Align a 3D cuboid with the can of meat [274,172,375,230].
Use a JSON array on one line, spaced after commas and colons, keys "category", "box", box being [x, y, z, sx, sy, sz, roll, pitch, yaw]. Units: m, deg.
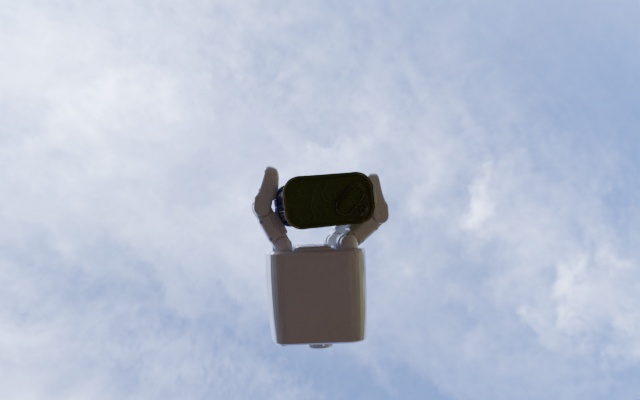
[{"category": "can of meat", "box": [0.000, 0.002, 0.553, 0.102, 0.057, 0.084, -5, -2, -15]}]
